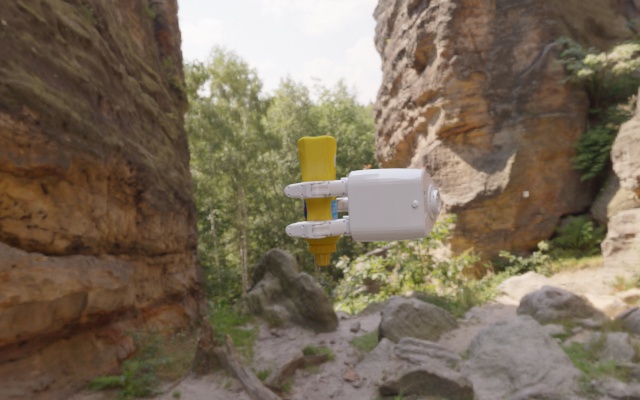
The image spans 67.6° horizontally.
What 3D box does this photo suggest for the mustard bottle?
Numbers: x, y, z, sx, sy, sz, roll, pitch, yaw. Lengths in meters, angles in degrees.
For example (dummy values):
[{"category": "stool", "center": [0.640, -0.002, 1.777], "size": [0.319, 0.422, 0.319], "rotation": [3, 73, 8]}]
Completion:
[{"category": "mustard bottle", "center": [0.000, 0.002, 0.719], "size": [0.058, 0.191, 0.096], "rotation": [-3, 2, 2]}]
